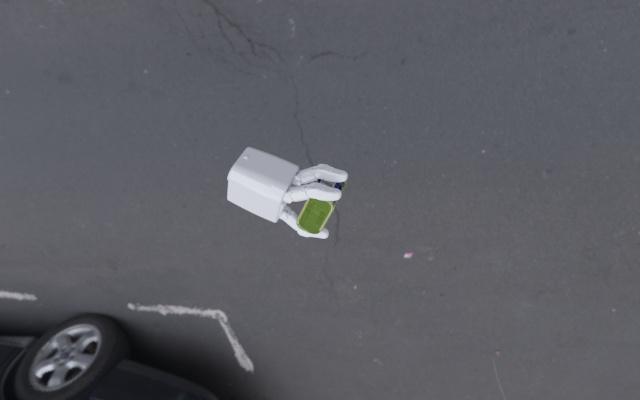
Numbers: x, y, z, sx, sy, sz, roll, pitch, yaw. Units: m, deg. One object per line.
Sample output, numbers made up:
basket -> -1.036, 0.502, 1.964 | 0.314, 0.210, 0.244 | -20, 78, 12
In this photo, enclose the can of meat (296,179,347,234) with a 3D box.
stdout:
can of meat -> 0.000, 0.003, 0.898 | 0.057, 0.102, 0.084 | 27, 41, -1
